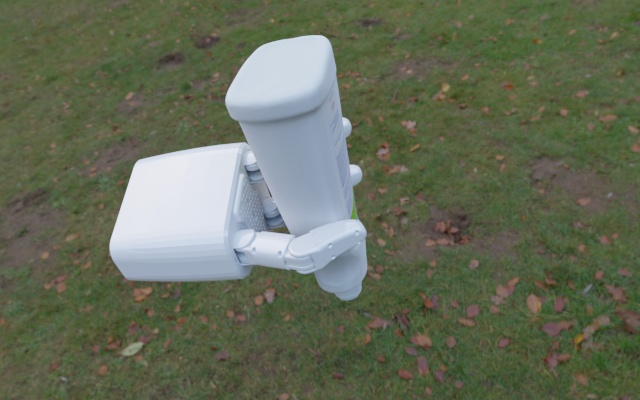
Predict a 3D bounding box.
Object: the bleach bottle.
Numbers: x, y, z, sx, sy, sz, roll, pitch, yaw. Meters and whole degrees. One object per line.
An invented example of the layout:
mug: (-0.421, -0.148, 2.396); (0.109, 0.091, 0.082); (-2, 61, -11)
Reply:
bleach bottle: (0.000, 0.001, 0.402); (0.068, 0.251, 0.102); (-4, 40, 14)
